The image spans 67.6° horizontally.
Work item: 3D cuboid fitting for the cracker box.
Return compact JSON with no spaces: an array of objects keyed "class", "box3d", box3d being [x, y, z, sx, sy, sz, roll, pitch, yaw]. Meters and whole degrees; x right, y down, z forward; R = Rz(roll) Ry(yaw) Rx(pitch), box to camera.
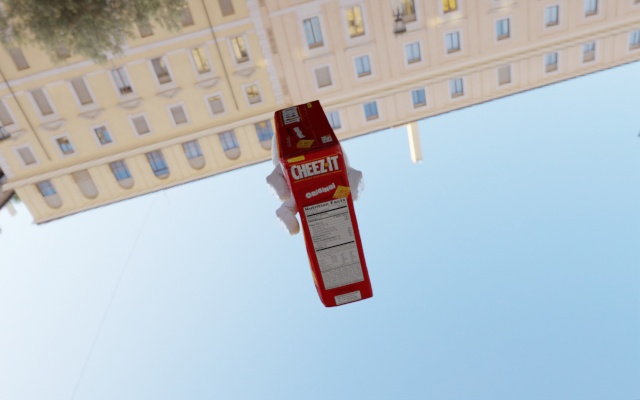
[{"class":"cracker box","box3d":[0.000,0.002,0.607,0.072,0.214,0.164,-15,29,-1]}]
